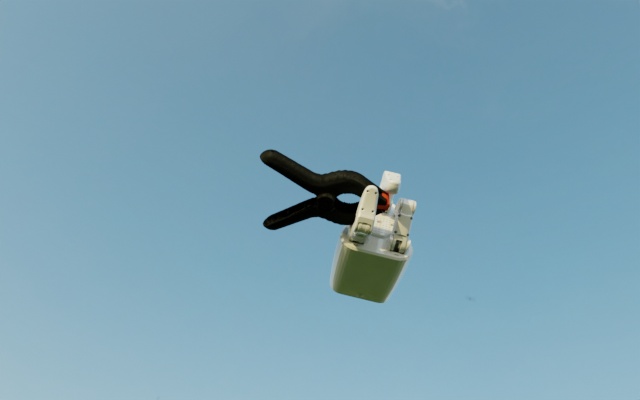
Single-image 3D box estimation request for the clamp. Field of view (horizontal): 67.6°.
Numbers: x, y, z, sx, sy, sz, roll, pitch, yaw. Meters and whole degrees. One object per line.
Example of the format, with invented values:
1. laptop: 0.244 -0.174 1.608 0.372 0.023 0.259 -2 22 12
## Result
1. clamp: 0.000 0.002 0.619 0.171 0.120 0.039 14 42 0
